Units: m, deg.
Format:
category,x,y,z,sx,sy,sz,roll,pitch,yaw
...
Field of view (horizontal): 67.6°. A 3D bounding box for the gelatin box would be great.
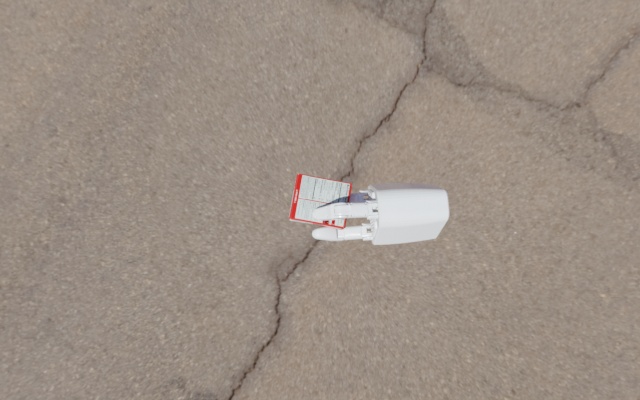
category,x,y,z,sx,sy,sz,roll,pitch,yaw
gelatin box,0.000,0.002,0.747,0.089,0.073,0.030,10,-7,-5
